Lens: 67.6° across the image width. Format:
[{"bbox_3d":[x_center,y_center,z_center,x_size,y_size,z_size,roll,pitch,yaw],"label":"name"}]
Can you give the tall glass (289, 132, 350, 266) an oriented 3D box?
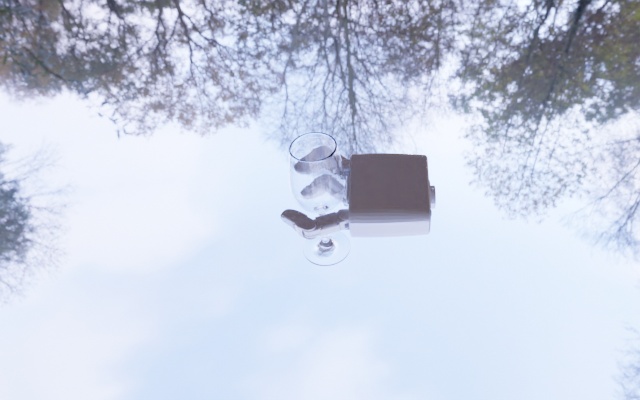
[{"bbox_3d":[0.000,0.003,0.675,0.079,0.201,0.079,-4,44,4],"label":"tall glass"}]
